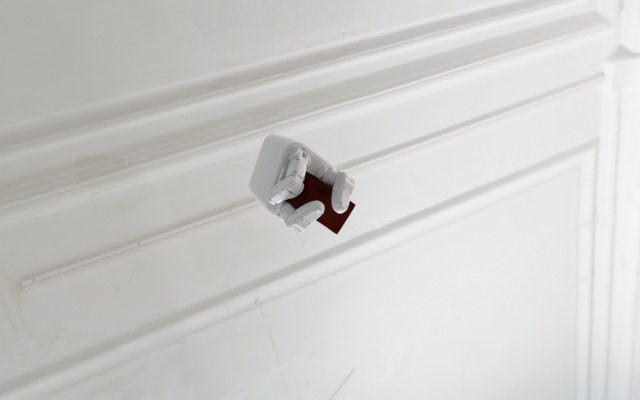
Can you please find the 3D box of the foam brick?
[{"bbox_3d":[0.000,0.002,0.678,0.078,0.053,0.051,35,-1,-30],"label":"foam brick"}]
